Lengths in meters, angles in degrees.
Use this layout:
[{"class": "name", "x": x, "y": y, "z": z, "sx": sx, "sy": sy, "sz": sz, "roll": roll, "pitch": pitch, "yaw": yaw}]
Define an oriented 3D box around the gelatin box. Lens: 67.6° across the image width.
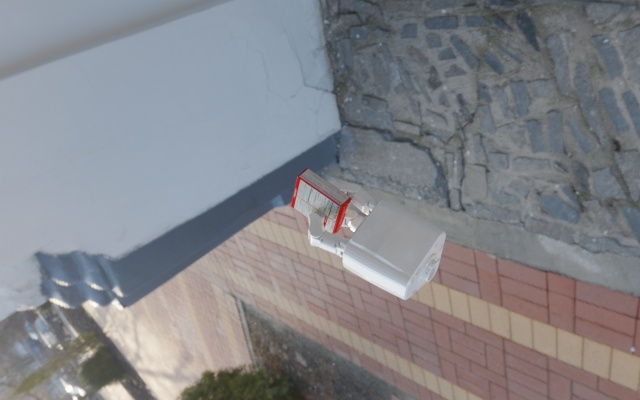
[{"class": "gelatin box", "x": 0.000, "y": 0.003, "z": 0.747, "sx": 0.089, "sy": 0.073, "sz": 0.030, "roll": 34, "pitch": 51, "yaw": 16}]
